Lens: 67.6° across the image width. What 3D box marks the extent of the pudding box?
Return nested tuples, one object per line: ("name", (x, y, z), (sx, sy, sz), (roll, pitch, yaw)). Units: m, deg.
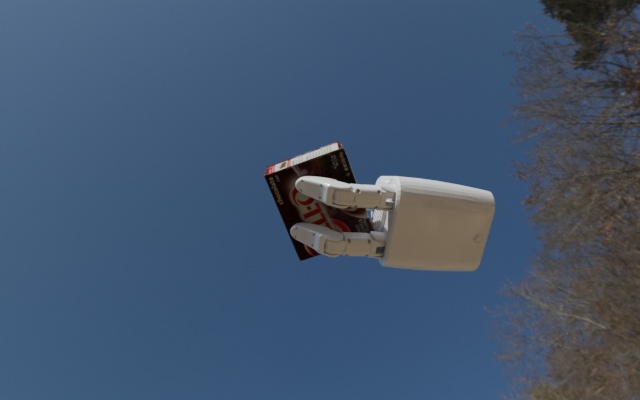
("pudding box", (0.000, 0.002, 0.529), (0.090, 0.113, 0.039), (-19, 19, 5))
